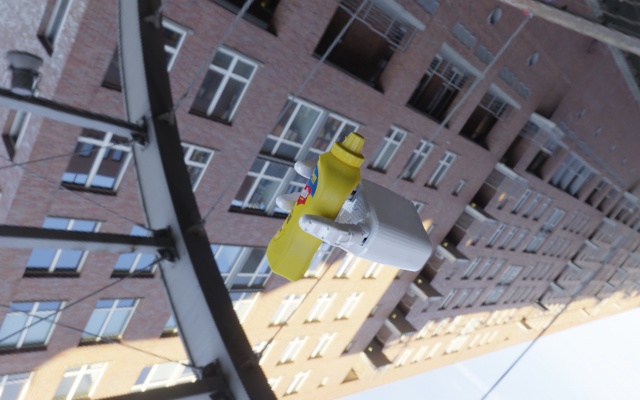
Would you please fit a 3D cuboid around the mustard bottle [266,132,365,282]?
[{"bbox_3d":[0.000,0.002,0.593,0.058,0.192,0.096,28,17,-8],"label":"mustard bottle"}]
